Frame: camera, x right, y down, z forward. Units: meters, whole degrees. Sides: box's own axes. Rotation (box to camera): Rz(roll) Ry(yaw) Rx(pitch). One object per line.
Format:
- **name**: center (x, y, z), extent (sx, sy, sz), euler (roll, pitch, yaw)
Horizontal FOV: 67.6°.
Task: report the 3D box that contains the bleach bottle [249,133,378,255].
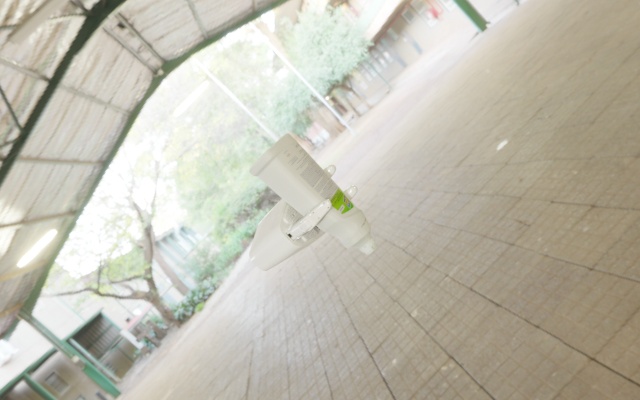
- **bleach bottle**: center (0.000, 0.003, 0.821), extent (0.068, 0.251, 0.102), euler (-40, 8, 38)
